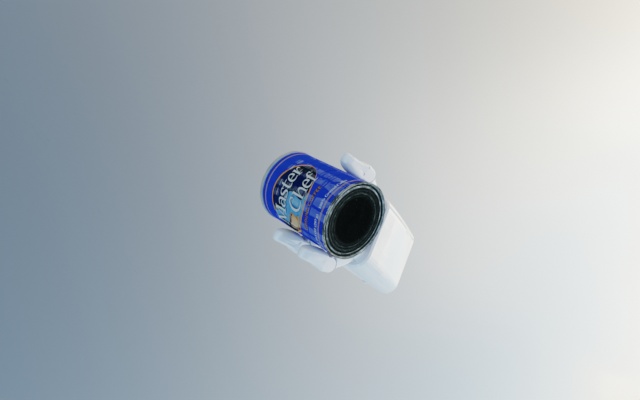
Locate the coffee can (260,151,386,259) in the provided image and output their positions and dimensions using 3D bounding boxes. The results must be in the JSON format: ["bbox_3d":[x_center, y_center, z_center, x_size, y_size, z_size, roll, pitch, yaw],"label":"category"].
[{"bbox_3d":[0.000,0.002,0.632,0.103,0.103,0.140,0,20,-41],"label":"coffee can"}]
